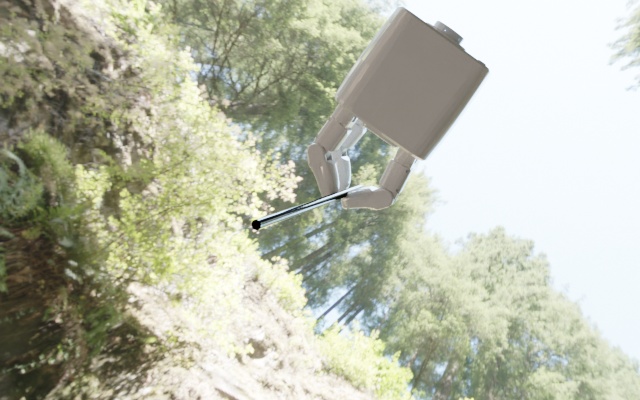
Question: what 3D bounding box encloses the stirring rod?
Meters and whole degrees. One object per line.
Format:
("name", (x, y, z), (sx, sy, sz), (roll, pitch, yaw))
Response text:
("stirring rod", (0.000, 0.001, 0.454), (0.011, 0.011, 0.239), (0, 8, 23))
